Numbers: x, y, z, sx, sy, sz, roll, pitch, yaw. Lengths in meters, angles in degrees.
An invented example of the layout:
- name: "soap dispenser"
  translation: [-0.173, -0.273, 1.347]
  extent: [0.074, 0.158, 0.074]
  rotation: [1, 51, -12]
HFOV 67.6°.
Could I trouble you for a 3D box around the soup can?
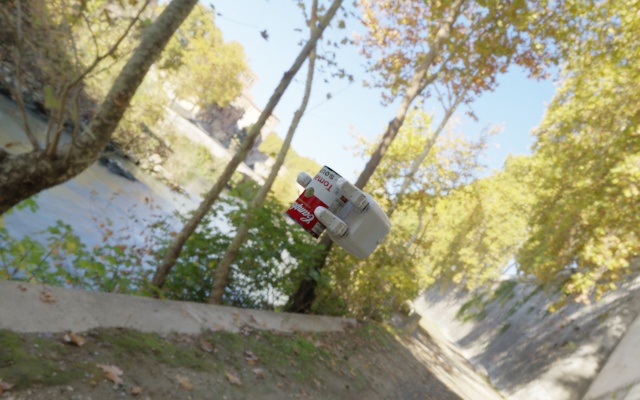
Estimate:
- name: "soup can"
  translation: [0.000, 0.002, 0.767]
  extent: [0.068, 0.102, 0.068]
  rotation: [39, -2, 2]
